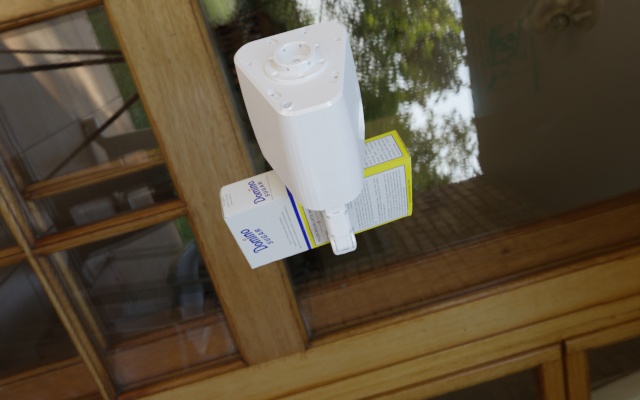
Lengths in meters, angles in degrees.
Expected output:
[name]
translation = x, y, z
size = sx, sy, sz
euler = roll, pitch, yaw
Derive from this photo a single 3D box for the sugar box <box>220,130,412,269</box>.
[sugar box]
translation = 0.000, 0.001, 0.467
size = 0.176, 0.048, 0.093
euler = -16, -40, -1
